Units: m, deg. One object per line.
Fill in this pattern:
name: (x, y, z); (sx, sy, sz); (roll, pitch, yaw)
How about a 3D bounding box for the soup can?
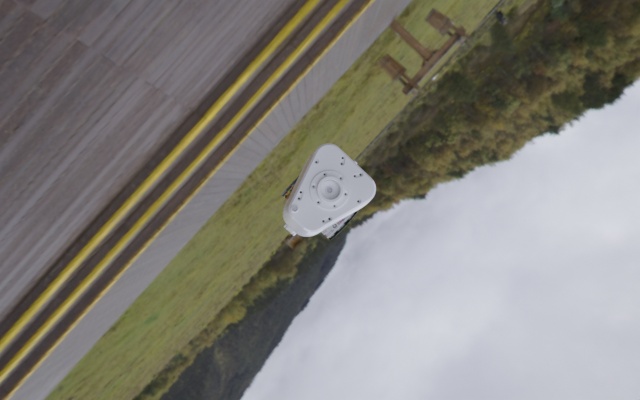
soup can: (0.000, 0.003, 0.736); (0.102, 0.068, 0.068); (43, -1, -1)
